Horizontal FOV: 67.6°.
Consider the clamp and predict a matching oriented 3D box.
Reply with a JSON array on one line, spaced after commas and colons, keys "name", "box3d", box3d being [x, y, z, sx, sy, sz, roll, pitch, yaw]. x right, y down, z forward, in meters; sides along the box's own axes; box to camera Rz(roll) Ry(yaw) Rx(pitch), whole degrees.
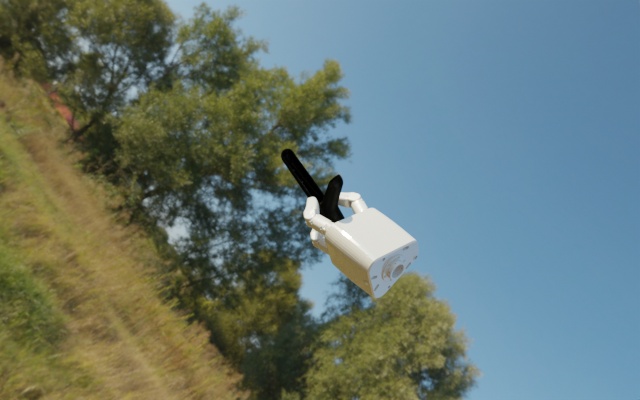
[{"name": "clamp", "box3d": [0.001, 0.003, 0.876, 0.036, 0.210, 0.164, -36, 46, -19]}]
